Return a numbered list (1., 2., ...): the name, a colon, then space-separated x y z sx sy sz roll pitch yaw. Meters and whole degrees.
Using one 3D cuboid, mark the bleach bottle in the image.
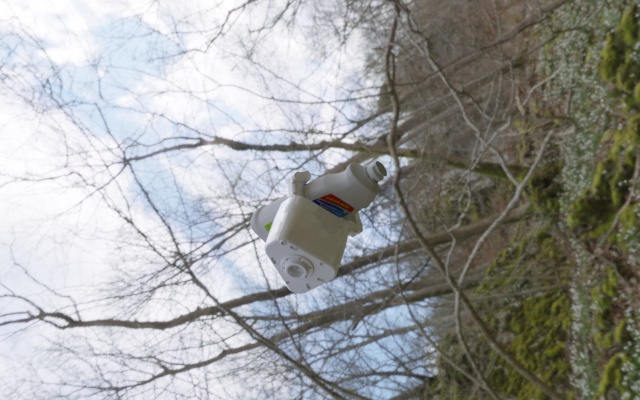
1. bleach bottle: 0.000 0.003 0.811 0.251 0.102 0.068 -33 23 31
